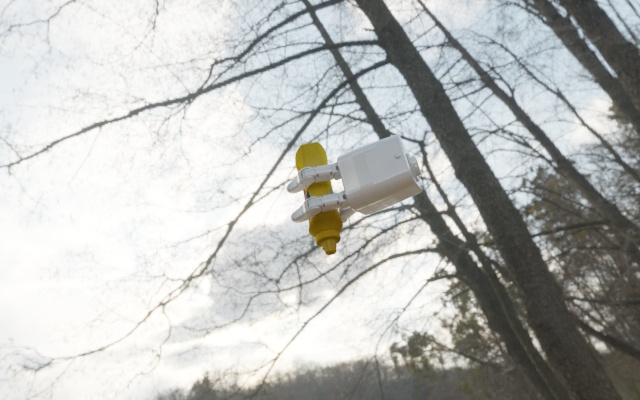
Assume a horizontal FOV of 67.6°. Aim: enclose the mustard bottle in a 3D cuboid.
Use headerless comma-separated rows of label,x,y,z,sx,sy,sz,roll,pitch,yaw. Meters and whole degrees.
mustard bottle,0.000,0.003,0.809,0.058,0.191,0.096,-9,-29,-6
